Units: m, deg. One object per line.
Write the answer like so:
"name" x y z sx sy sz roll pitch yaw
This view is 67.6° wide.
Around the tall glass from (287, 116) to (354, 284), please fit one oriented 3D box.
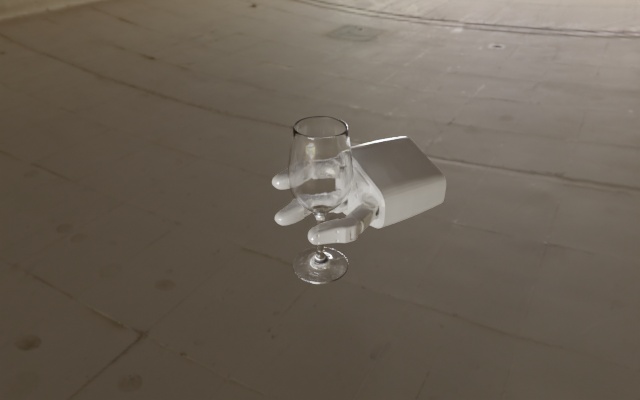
"tall glass" 0.000 0.003 0.584 0.079 0.201 0.079 0 32 0
